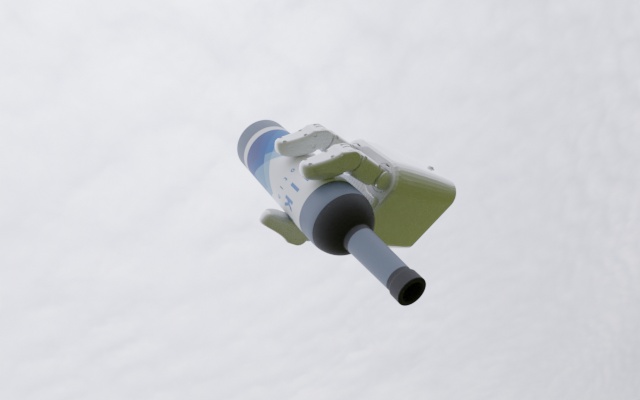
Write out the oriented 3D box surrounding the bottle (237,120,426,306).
[{"bbox_3d":[0.000,0.001,0.476,0.069,0.069,0.295,0,28,-33],"label":"bottle"}]
